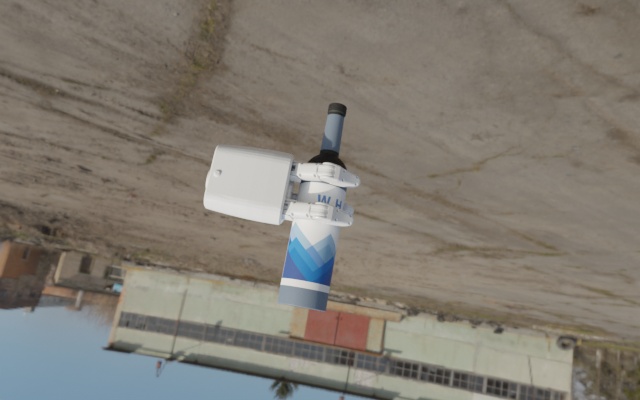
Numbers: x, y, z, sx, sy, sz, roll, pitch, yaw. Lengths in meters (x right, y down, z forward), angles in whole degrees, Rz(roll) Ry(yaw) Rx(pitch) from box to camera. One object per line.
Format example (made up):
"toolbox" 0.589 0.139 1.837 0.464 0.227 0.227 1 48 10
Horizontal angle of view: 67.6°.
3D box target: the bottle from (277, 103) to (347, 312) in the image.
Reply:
"bottle" 0.000 0.002 0.672 0.069 0.295 0.069 10 -13 2
